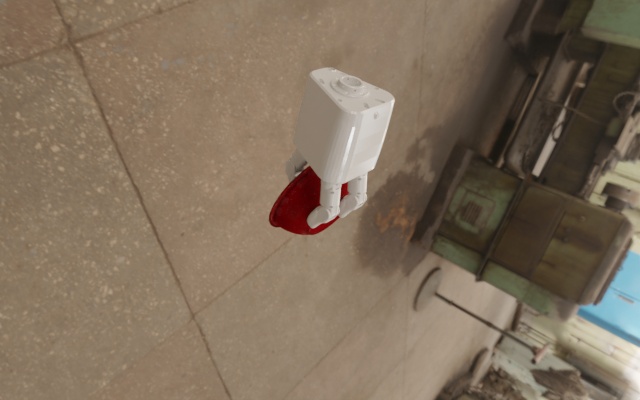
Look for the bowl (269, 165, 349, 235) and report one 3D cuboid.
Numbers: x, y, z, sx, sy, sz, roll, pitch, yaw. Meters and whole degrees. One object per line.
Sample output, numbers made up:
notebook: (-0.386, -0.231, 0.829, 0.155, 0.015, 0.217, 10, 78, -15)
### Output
bowl: (0.000, 0.003, 0.735, 0.162, 0.055, 0.162, -38, -18, -15)
